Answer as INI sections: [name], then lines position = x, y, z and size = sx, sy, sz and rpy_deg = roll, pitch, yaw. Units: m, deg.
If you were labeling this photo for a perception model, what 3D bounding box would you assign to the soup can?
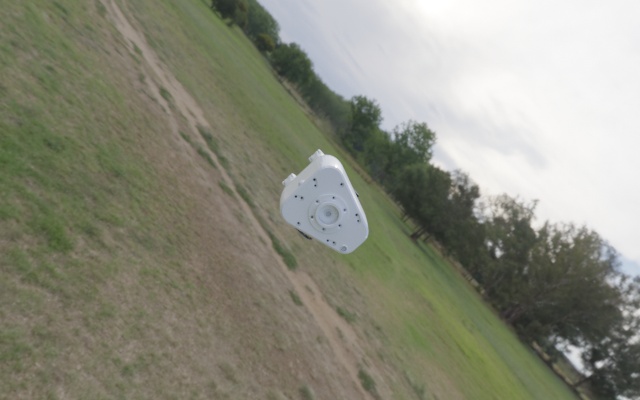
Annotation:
[soup can]
position = 0.000, 0.002, 0.737
size = 0.102, 0.068, 0.068
rpy_deg = -42, -6, 6
